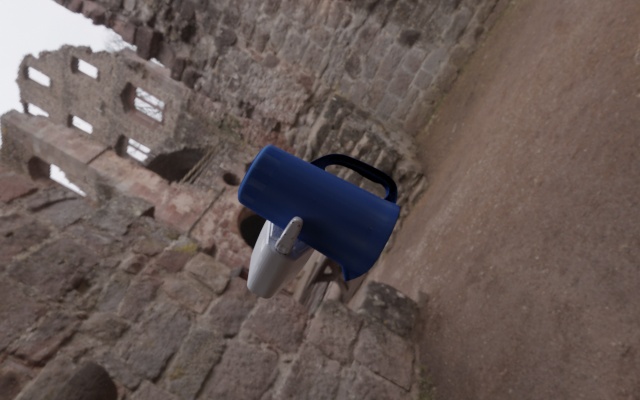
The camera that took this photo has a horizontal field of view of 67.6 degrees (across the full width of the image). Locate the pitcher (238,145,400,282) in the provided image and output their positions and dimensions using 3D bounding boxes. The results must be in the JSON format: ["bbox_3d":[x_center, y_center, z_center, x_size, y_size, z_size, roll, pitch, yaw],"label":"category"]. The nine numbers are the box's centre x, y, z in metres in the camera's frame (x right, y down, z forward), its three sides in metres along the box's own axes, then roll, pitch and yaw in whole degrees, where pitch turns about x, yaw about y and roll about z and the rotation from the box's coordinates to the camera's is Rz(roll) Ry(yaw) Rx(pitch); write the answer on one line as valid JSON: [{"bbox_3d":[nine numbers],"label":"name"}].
[{"bbox_3d":[0.000,0.003,0.773,0.243,0.145,0.149,29,32,-1],"label":"pitcher"}]
